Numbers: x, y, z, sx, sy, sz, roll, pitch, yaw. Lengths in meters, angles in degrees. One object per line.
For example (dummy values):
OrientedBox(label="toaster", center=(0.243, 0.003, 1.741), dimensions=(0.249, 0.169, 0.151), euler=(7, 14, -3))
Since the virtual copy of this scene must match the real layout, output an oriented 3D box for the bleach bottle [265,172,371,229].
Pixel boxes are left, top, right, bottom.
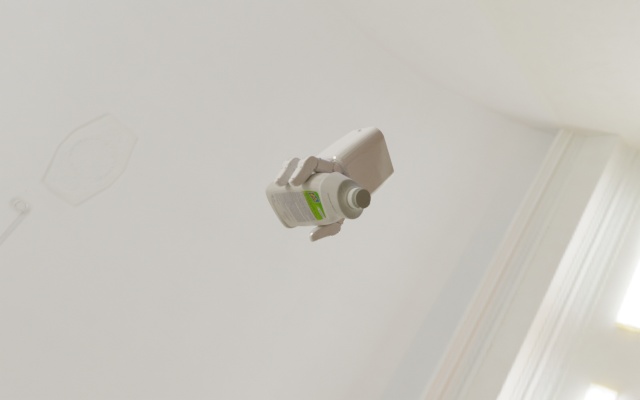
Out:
OrientedBox(label="bleach bottle", center=(0.000, 0.003, 0.796), dimensions=(0.068, 0.102, 0.251), euler=(-39, 20, -25))
